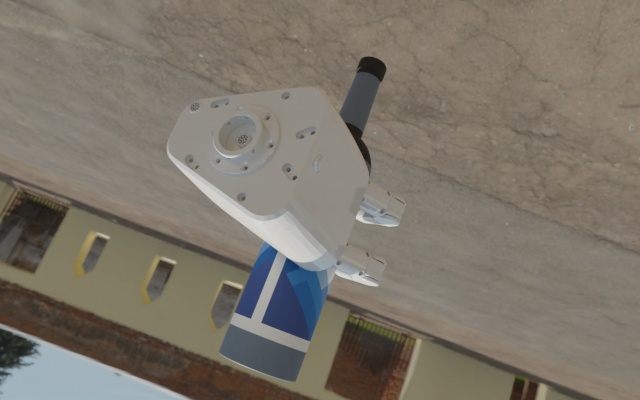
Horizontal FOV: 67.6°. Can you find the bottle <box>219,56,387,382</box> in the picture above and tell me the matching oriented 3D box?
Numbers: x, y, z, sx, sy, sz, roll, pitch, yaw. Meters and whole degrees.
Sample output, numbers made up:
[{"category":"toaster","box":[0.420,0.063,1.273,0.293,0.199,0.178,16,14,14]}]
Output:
[{"category":"bottle","box":[0.000,0.002,0.422,0.069,0.295,0.069,20,-16,6]}]
